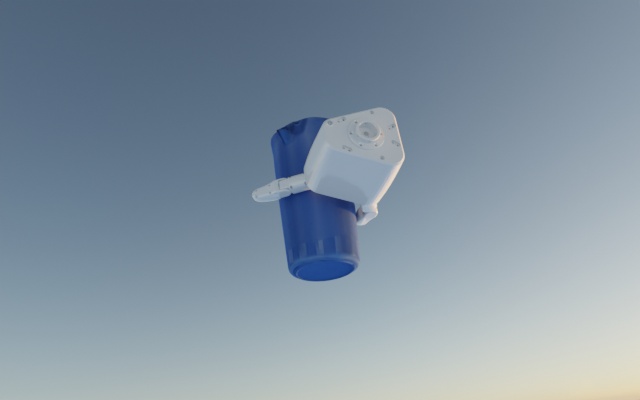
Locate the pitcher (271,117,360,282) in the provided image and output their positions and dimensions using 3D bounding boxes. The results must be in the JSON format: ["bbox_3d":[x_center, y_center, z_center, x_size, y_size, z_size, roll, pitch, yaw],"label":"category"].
[{"bbox_3d":[0.000,0.002,0.769,0.149,0.242,0.145,1,-28,-14],"label":"pitcher"}]
